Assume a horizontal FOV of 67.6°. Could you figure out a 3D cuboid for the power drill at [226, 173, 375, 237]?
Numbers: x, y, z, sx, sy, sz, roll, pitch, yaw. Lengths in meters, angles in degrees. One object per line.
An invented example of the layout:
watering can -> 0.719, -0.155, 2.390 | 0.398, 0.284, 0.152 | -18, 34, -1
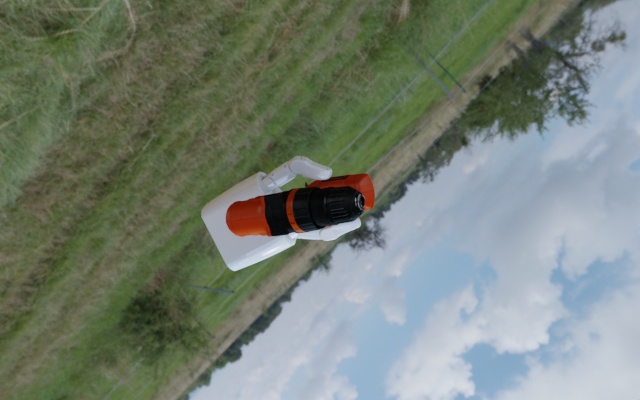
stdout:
power drill -> 0.000, 0.002, 0.615 | 0.184, 0.057, 0.187 | -6, 4, 30
